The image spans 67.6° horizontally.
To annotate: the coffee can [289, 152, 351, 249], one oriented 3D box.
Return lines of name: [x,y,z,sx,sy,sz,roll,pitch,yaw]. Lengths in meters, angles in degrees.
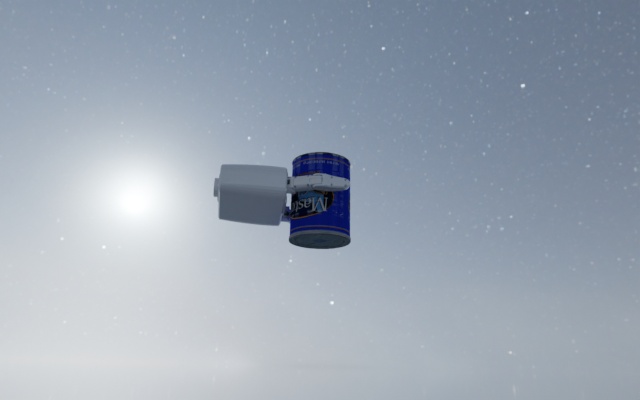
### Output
coffee can: [0.000,0.003,0.808,0.103,0.140,0.103,1,-19,0]
